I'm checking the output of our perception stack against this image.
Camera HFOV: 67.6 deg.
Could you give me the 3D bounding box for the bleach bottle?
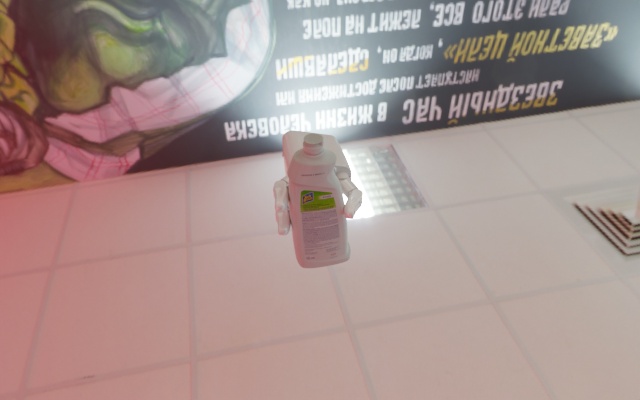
[{"bbox_3d":[0.000,0.003,0.775,0.102,0.251,0.068,-10,42,-10],"label":"bleach bottle"}]
